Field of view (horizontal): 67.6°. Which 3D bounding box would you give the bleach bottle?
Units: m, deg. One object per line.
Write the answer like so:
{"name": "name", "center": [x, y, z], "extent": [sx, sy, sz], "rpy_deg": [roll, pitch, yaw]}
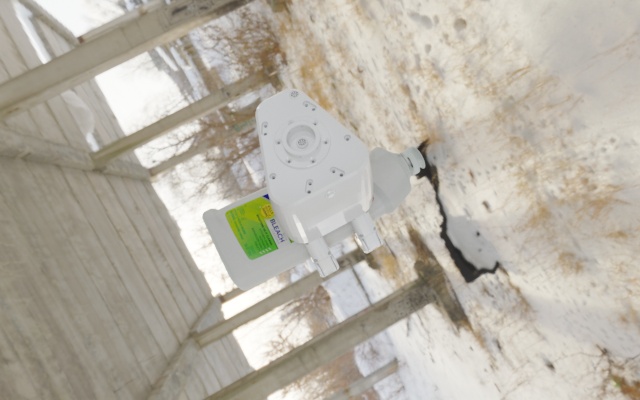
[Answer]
{"name": "bleach bottle", "center": [0.000, 0.002, 0.548], "extent": [0.251, 0.102, 0.068], "rpy_deg": [-28, -20, -5]}
